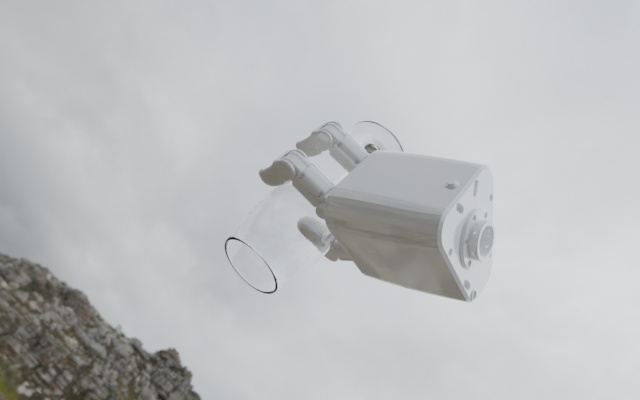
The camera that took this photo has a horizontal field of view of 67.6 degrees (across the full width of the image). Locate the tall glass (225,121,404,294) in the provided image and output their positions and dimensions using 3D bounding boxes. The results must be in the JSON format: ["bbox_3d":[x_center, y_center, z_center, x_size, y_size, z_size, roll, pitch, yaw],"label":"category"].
[{"bbox_3d":[0.000,0.001,0.465,0.079,0.079,0.201,0,34,48],"label":"tall glass"}]
